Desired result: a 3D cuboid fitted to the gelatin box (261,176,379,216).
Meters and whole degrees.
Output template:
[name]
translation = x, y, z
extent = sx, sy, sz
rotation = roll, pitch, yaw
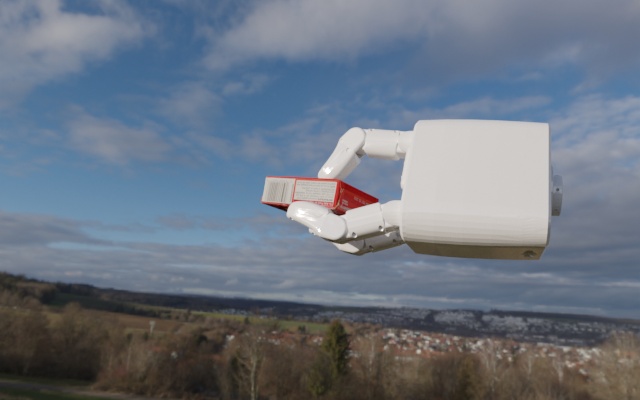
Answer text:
[gelatin box]
translation = 0.000, 0.001, 0.459
extent = 0.089, 0.030, 0.073
rotation = 5, -11, 35
